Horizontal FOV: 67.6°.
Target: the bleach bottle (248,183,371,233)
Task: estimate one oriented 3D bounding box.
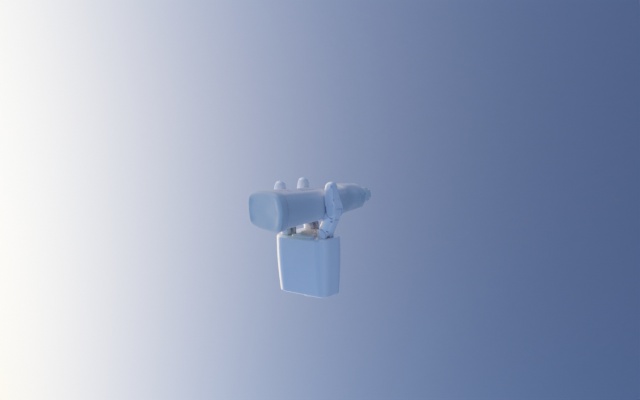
[{"bbox_3d":[0.000,0.003,0.859,0.251,0.068,0.102,-9,11,-40],"label":"bleach bottle"}]
